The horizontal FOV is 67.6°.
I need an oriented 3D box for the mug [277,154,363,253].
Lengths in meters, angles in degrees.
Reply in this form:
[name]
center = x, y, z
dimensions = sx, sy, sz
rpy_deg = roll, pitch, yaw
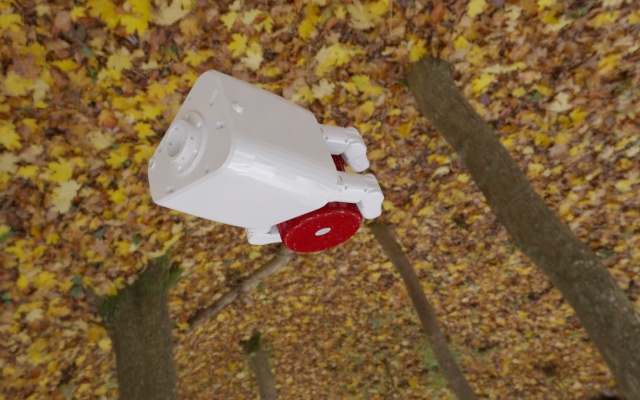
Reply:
[mug]
center = 0.001, 0.002, 0.487
dimensions = 0.117, 0.081, 0.093
rpy_deg = 16, -44, -45
